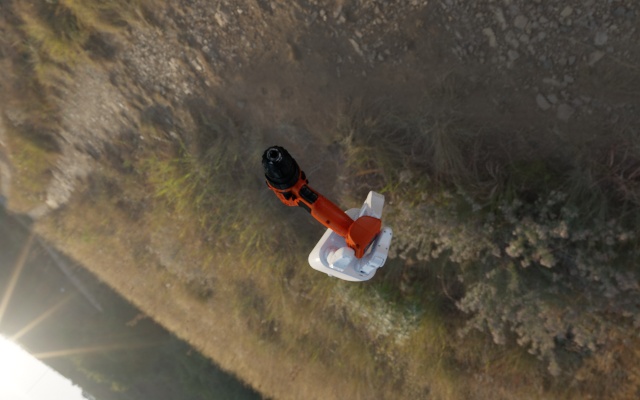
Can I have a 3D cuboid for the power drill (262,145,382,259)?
[{"bbox_3d":[0.000,0.003,0.702,0.187,0.057,0.184,37,-8,13],"label":"power drill"}]
